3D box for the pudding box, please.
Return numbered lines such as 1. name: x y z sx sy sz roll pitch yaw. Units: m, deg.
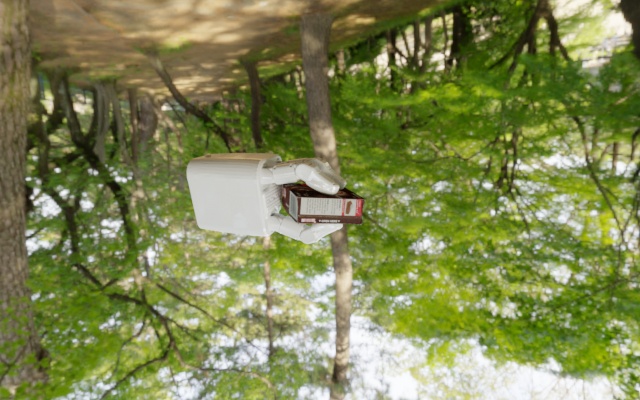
1. pudding box: 0.000 0.002 0.647 0.090 0.039 0.113 1 13 -14
